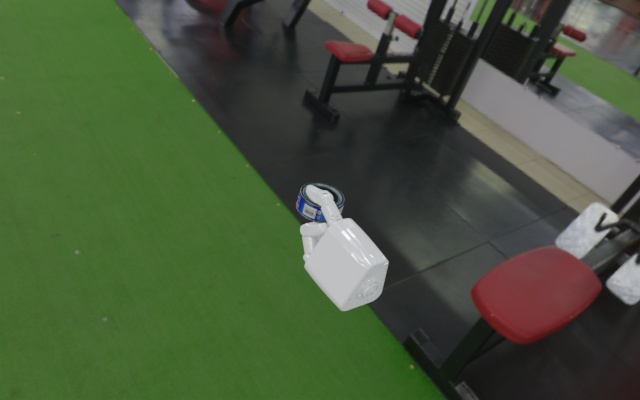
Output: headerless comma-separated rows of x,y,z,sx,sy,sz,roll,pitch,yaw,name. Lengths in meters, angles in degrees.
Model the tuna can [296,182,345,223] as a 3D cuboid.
0.000,0.002,0.874,0.086,0.034,0.086,11,33,-7,tuna can
